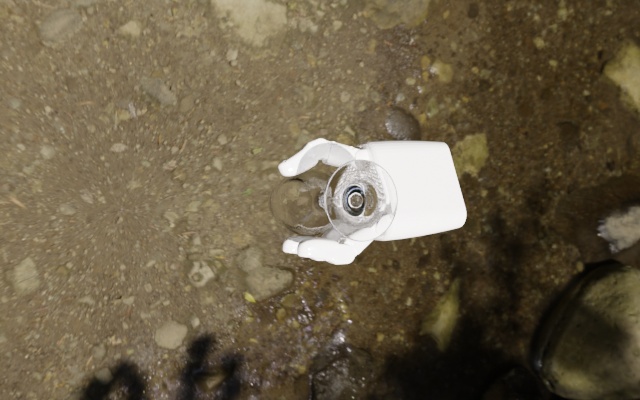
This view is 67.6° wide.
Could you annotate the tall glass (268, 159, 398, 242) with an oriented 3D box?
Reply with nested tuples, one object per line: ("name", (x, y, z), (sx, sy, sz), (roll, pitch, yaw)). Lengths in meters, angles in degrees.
("tall glass", (0.000, 0.002, 0.520), (0.079, 0.079, 0.201), (0, -1, -23))
